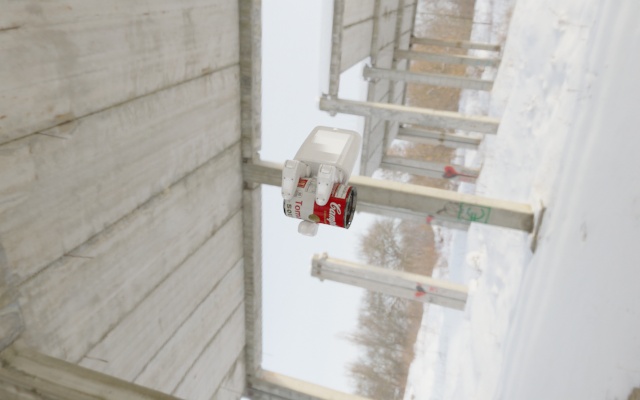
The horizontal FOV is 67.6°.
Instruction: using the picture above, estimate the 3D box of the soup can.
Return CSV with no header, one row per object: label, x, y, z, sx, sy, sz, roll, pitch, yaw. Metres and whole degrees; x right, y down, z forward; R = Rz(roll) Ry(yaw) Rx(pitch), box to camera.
soup can,0.000,0.003,0.749,0.102,0.068,0.068,11,3,15
